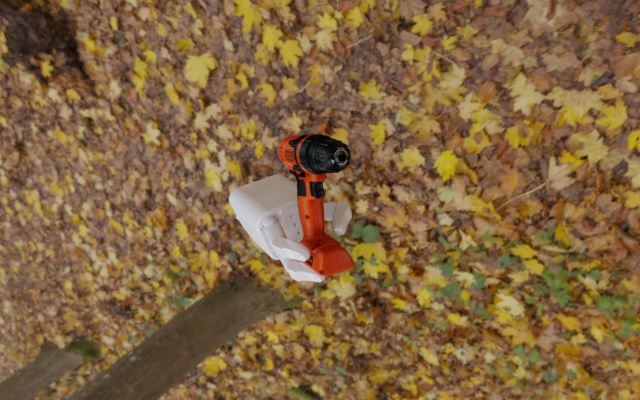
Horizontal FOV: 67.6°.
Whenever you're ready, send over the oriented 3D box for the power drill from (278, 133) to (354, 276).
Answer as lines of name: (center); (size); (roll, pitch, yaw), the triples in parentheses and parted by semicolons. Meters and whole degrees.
power drill: (0.000, 0.003, 0.650); (0.057, 0.188, 0.184); (-11, 13, -19)
